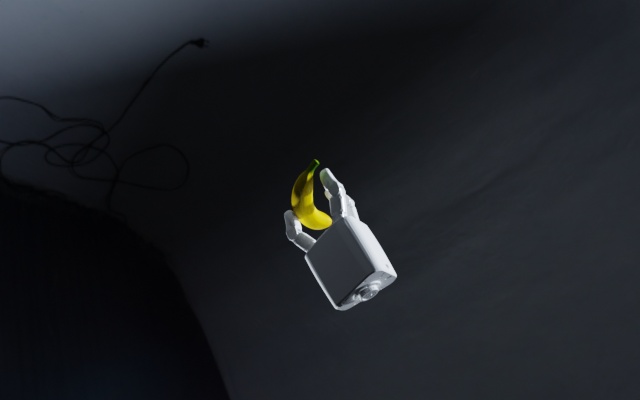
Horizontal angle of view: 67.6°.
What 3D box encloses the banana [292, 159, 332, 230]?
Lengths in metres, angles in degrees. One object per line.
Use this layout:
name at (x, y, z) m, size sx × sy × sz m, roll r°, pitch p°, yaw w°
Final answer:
banana at (-0.016, 0.010, 0.854) m, size 0.069 × 0.037 × 0.198 m, roll -30°, pitch -31°, yaw -11°
